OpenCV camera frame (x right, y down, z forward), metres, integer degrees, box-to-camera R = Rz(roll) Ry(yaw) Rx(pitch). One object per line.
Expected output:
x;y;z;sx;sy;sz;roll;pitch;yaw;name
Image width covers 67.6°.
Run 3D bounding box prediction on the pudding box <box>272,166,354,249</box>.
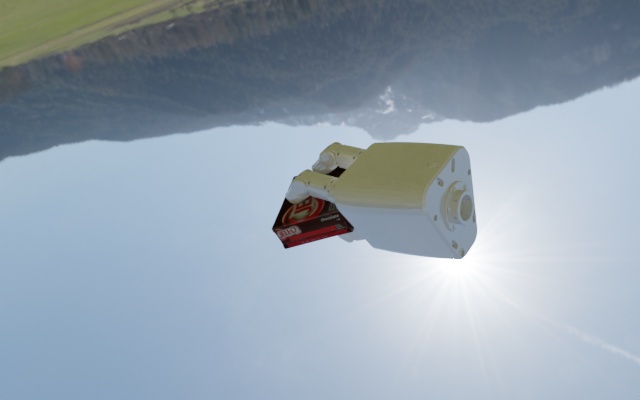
0.000;0.002;0.573;0.090;0.039;0.113;-16;29;23;pudding box
